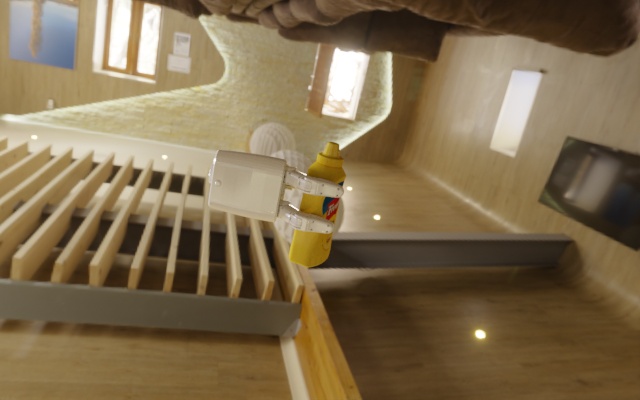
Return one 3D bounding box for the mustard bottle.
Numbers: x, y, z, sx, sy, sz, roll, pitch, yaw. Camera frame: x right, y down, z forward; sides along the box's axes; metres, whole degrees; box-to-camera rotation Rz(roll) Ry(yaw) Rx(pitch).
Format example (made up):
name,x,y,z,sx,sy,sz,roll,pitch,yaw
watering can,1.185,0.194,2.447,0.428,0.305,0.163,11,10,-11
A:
name,x,y,z,sx,sy,sz,roll,pitch,yaw
mustard bottle,0.000,0.003,0.750,0.058,0.192,0.096,18,17,19
